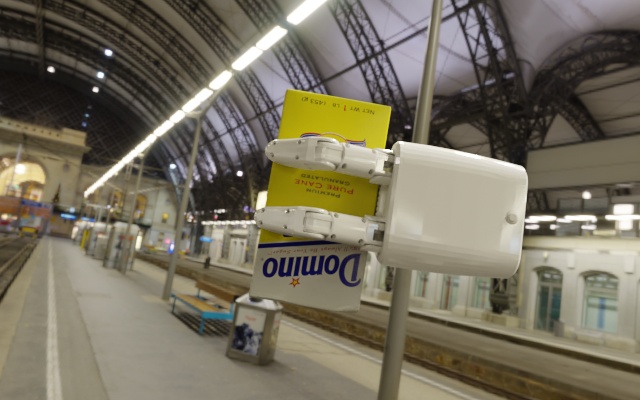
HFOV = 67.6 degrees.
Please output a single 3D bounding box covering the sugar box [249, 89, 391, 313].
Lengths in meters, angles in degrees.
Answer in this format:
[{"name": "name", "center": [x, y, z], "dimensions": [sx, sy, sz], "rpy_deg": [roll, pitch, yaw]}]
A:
[{"name": "sugar box", "center": [0.000, 0.001, 0.409], "dimensions": [0.093, 0.176, 0.048], "rpy_deg": [9, -8, -1]}]
